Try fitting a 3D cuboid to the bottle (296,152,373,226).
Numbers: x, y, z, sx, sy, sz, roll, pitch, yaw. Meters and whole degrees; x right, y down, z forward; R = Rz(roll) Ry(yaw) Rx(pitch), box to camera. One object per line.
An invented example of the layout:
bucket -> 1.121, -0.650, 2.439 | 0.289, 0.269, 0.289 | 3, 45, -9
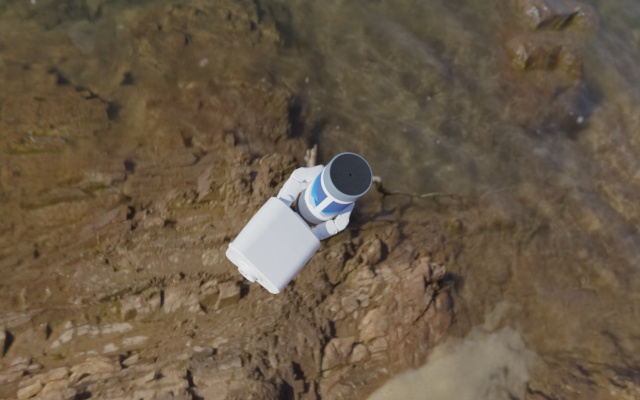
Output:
bottle -> 0.000, 0.002, 0.798 | 0.069, 0.069, 0.296 | 0, -15, -17
